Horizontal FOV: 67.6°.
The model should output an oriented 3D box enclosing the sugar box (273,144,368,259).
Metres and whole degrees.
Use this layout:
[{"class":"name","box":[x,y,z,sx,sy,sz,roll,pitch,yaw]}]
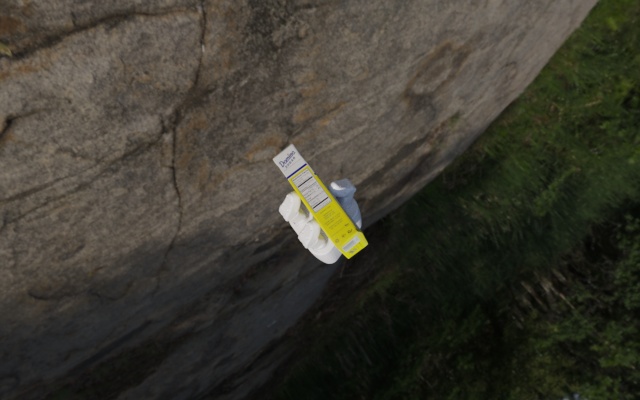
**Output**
[{"class":"sugar box","box":[0.000,0.003,0.734,0.048,0.176,0.093,-39,-20,-1]}]
